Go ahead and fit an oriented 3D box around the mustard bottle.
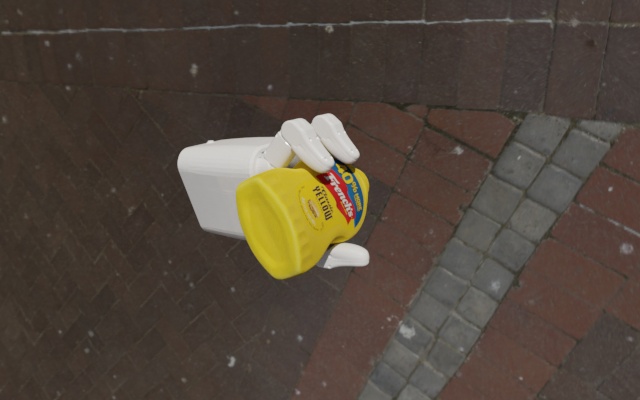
[{"bbox_3d":[0.000,0.002,0.488,0.058,0.096,0.191,-23,2,34],"label":"mustard bottle"}]
